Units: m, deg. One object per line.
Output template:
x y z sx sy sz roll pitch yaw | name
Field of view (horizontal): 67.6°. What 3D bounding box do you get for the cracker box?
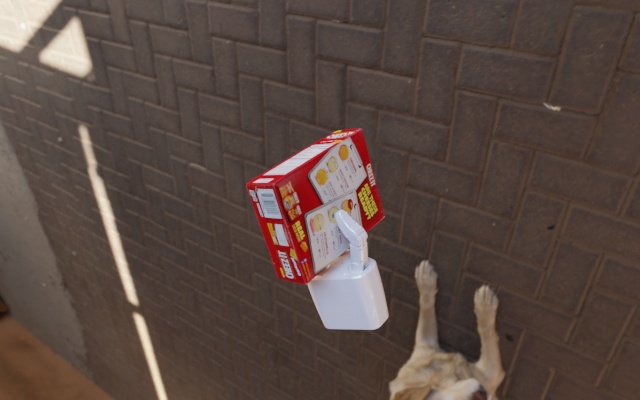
0.000 0.003 0.746 0.072 0.164 0.213 3 29 42 | cracker box
